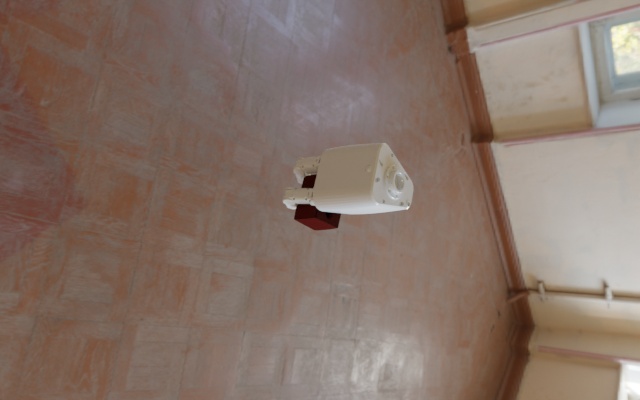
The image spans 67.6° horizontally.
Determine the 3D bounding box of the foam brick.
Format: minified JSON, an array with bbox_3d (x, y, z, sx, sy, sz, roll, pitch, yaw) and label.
[{"bbox_3d":[0.000,0.003,0.757,0.051,0.078,0.053,-5,-24,44],"label":"foam brick"}]
